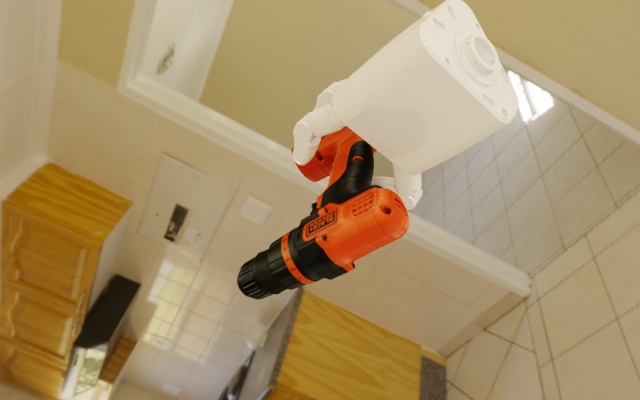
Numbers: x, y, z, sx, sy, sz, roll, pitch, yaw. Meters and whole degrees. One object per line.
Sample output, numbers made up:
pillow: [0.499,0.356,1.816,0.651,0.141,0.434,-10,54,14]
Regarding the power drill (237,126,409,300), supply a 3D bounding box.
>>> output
power drill: [0.000,0.001,0.484,0.184,0.187,0.057,-27,-55,26]
